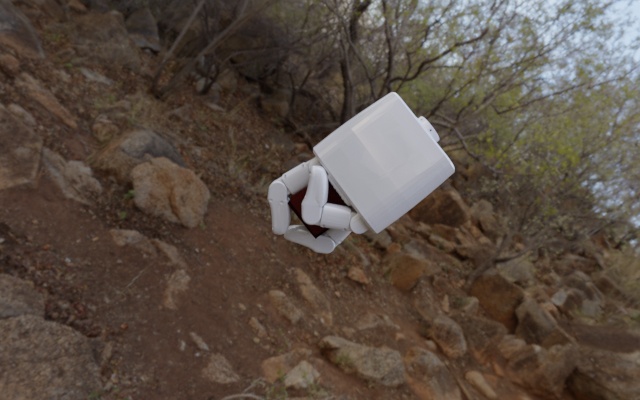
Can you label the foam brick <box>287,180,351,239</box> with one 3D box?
[{"bbox_3d":[0.000,0.002,0.549,0.051,0.053,0.078,-37,7,6],"label":"foam brick"}]
